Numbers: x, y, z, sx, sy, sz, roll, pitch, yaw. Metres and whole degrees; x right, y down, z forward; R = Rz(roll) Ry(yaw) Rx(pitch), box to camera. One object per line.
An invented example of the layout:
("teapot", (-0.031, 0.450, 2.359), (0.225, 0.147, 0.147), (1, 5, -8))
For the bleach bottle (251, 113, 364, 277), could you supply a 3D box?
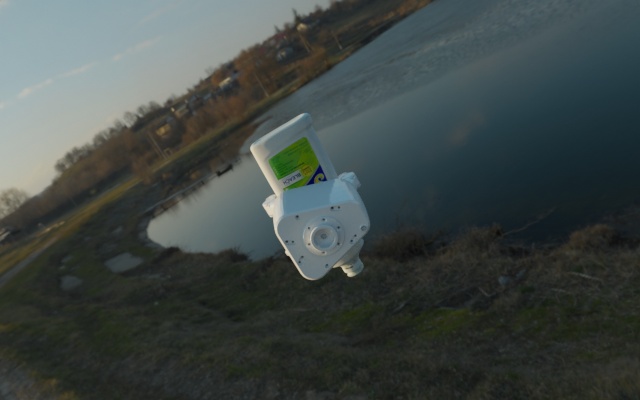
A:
("bleach bottle", (0.000, 0.002, 0.718), (0.102, 0.251, 0.068), (-30, 14, 4))
